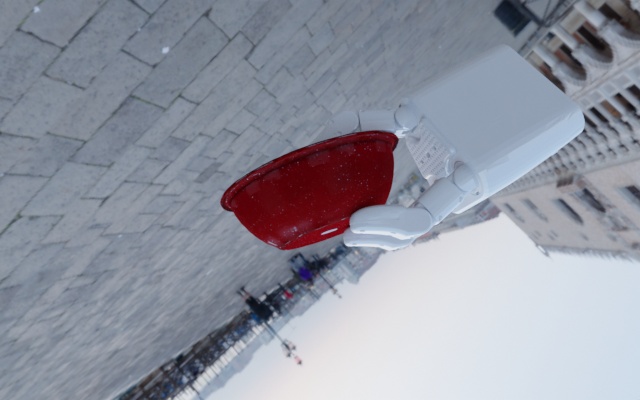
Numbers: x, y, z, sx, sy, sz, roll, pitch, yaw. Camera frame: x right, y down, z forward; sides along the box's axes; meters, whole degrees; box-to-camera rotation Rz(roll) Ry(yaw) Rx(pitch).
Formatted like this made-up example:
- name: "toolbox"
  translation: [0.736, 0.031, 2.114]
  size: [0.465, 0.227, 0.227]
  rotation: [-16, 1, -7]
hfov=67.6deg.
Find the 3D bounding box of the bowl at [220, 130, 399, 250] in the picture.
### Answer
- name: "bowl"
  translation: [-0.001, 0.002, 0.408]
  size: [0.162, 0.055, 0.162]
  rotation: [-19, -11, -4]
